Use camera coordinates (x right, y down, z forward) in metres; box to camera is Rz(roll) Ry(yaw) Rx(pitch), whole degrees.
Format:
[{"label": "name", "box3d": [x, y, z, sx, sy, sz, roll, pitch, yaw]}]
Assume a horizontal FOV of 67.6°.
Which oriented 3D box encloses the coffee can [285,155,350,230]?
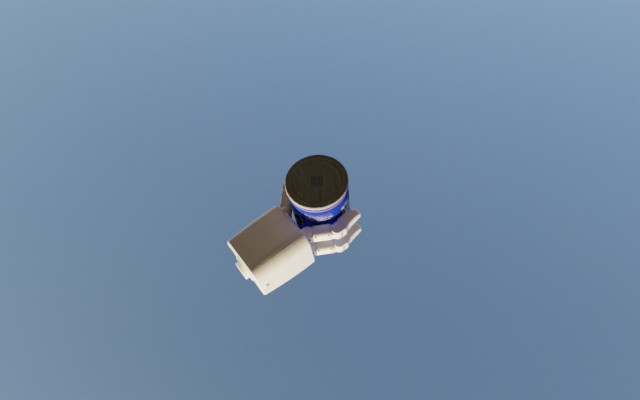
[{"label": "coffee can", "box3d": [0.000, 0.002, 0.823, 0.103, 0.102, 0.140, 0, -30, 6]}]
